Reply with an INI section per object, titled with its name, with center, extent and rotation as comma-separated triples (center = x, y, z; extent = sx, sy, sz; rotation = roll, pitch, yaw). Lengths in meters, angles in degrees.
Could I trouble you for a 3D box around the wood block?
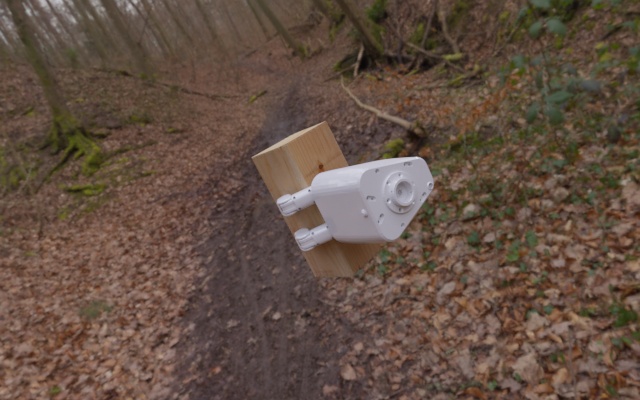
[wood block]
center = 0.000, 0.002, 0.703
extent = 0.090, 0.206, 0.090
rotation = -36, 15, -37
